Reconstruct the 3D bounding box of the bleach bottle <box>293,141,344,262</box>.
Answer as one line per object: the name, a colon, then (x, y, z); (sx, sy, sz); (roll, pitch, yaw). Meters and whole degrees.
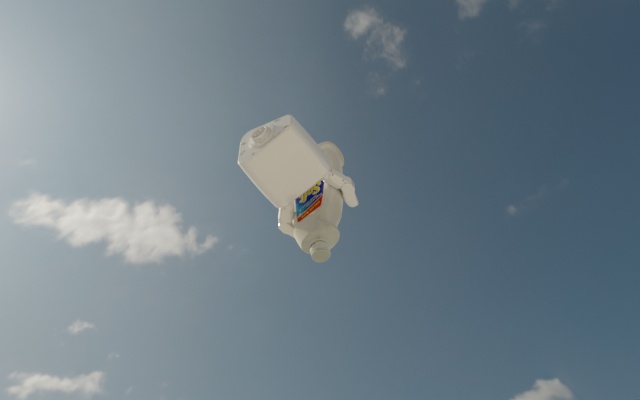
bleach bottle: (0.000, 0.003, 0.826); (0.102, 0.068, 0.250); (-27, 36, 17)
